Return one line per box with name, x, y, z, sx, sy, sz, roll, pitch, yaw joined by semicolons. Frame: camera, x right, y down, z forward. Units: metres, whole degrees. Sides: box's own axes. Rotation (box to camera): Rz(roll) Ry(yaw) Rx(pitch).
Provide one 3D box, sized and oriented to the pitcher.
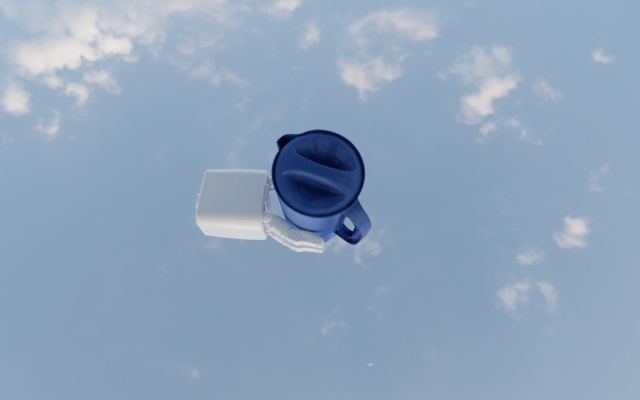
pitcher;0.000;0.002;0.778;0.145;0.149;0.243;1;-18;-1
